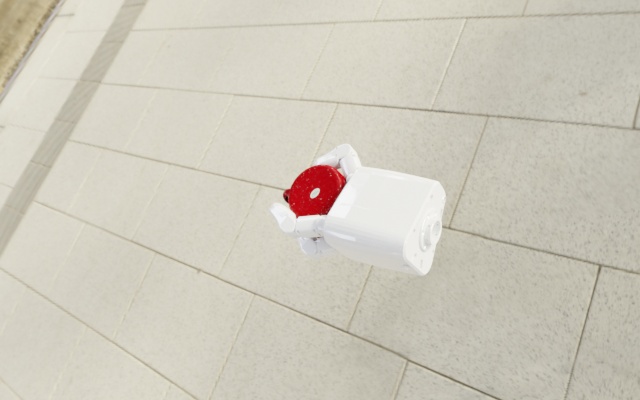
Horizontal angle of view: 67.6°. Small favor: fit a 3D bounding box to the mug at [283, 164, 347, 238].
[{"bbox_3d":[-0.001,0.002,0.647,0.117,0.093,0.081,11,-18,34],"label":"mug"}]
